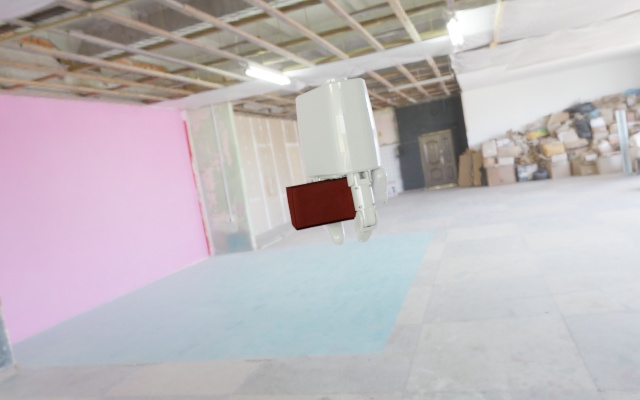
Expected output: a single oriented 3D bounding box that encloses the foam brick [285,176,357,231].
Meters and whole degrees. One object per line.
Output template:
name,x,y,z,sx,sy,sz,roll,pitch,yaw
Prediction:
foam brick,0.000,0.002,0.588,0.078,0.051,0.053,-11,7,-11
